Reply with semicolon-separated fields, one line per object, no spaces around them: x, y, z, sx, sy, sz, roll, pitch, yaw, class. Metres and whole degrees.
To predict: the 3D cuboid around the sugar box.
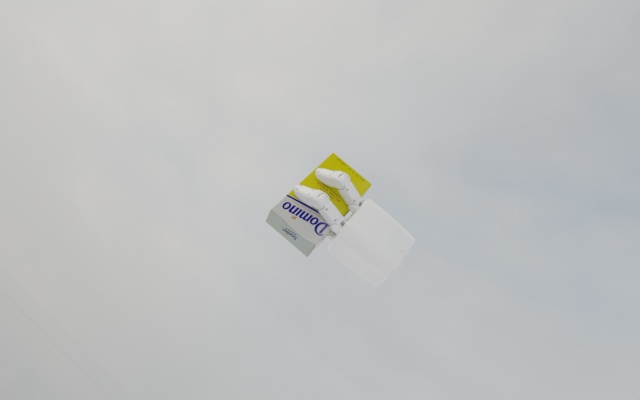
0.000;0.002;0.803;0.176;0.093;0.048;-46;-8;-38;sugar box
